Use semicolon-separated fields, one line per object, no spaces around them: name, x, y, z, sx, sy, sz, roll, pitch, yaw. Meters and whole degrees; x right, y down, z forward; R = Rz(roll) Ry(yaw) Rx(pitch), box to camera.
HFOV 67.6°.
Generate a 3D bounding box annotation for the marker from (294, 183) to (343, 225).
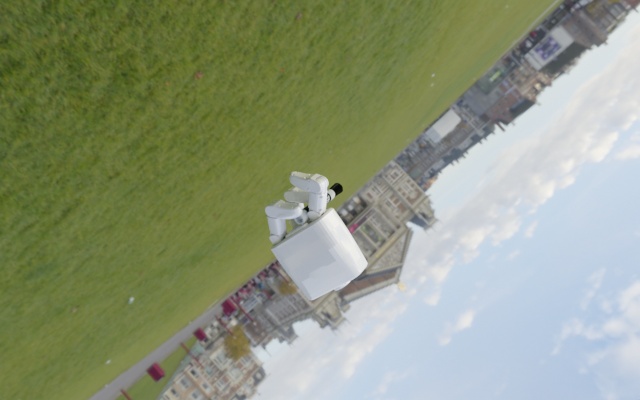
marker;0.000;0.002;0.754;0.020;0.020;0.121;0;25;36
